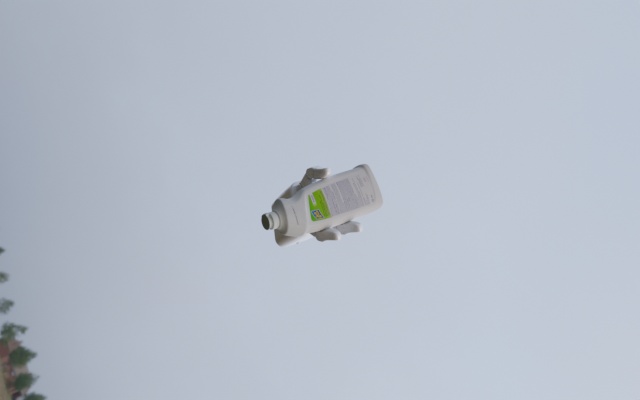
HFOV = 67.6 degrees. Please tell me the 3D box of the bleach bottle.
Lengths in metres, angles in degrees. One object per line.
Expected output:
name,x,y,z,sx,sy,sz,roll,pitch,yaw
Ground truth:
bleach bottle,0.000,0.003,0.894,0.251,0.102,0.068,-15,-13,-36
